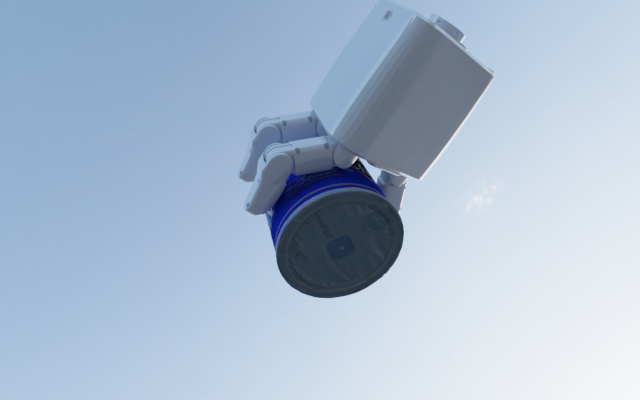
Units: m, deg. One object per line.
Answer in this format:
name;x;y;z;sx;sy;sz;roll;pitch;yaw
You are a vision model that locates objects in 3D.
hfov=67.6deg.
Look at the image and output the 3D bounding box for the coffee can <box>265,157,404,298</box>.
coffee can;0.000;0.002;0.424;0.103;0.103;0.140;0;31;-16
